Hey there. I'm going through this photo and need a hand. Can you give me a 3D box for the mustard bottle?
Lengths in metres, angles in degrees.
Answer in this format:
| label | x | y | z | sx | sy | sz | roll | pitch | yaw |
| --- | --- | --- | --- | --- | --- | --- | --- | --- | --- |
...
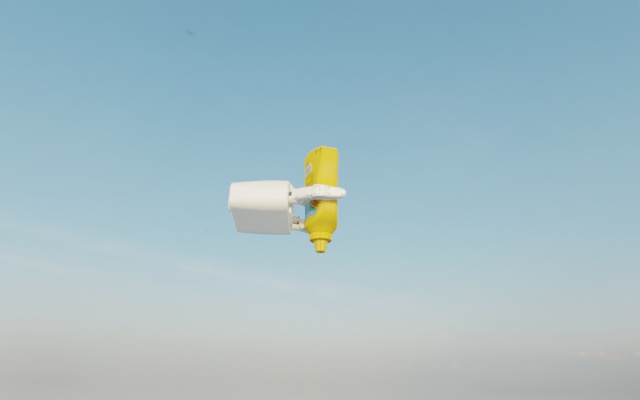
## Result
| label | x | y | z | sx | sy | sz | roll | pitch | yaw |
| --- | --- | --- | --- | --- | --- | --- | --- | --- | --- |
| mustard bottle | 0.000 | 0.003 | 0.886 | 0.058 | 0.191 | 0.096 | 9 | -23 | -21 |
